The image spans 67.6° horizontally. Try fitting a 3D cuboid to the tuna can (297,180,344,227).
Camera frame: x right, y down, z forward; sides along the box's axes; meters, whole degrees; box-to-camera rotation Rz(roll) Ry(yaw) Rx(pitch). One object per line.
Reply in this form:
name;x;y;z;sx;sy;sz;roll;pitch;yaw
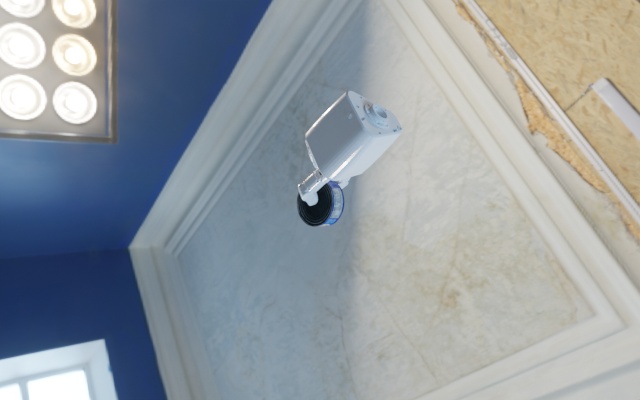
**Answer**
tuna can;0.000;0.003;0.831;0.086;0.086;0.034;0;-2;43
